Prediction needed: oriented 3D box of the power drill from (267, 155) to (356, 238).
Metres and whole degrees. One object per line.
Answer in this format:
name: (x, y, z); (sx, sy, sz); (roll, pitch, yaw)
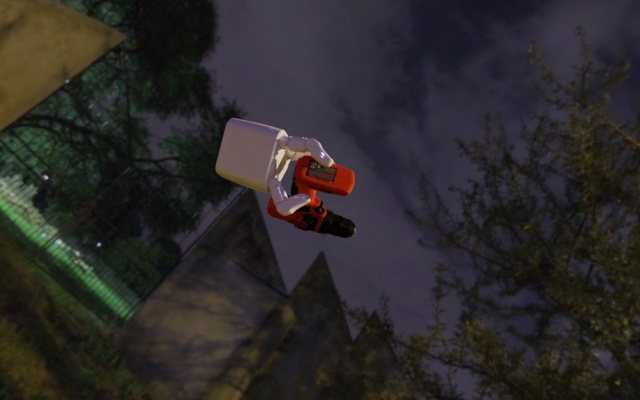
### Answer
power drill: (0.000, 0.003, 0.898); (0.184, 0.057, 0.188); (17, -33, -7)
